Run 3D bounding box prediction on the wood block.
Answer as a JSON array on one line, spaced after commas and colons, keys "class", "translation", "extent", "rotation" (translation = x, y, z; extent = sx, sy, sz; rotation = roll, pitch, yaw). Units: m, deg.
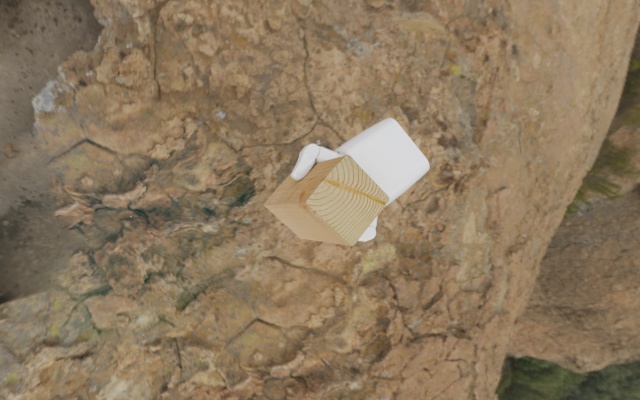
[{"class": "wood block", "translation": [0.000, 0.002, 0.722], "extent": [0.091, 0.090, 0.206], "rotation": [45, -16, -15]}]
